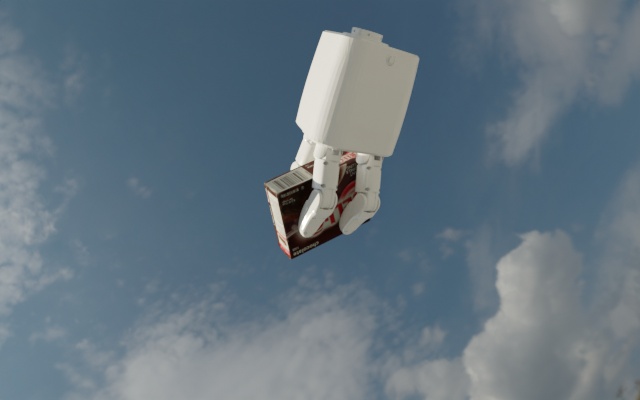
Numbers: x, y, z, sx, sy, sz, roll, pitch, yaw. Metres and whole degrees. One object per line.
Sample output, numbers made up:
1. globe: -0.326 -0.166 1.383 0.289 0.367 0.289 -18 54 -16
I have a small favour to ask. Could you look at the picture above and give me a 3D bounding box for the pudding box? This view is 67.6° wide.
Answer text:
1. pudding box: 0.000 0.002 0.535 0.113 0.090 0.039 -23 36 -20
